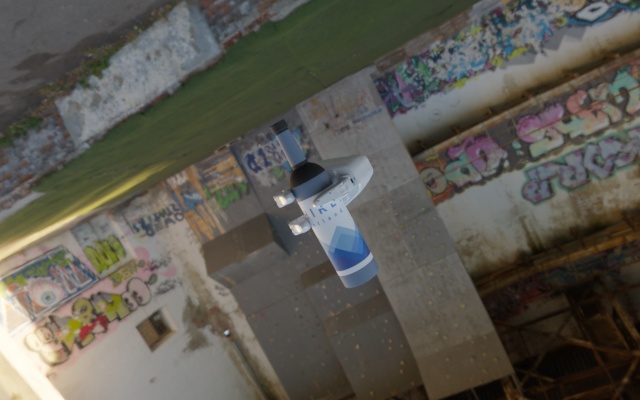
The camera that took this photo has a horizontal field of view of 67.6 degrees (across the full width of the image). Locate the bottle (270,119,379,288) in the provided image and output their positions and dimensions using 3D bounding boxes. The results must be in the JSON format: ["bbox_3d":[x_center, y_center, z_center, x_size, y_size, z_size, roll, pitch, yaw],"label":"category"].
[{"bbox_3d":[0.000,0.003,0.791,0.069,0.296,0.069,-28,8,4],"label":"bottle"}]
